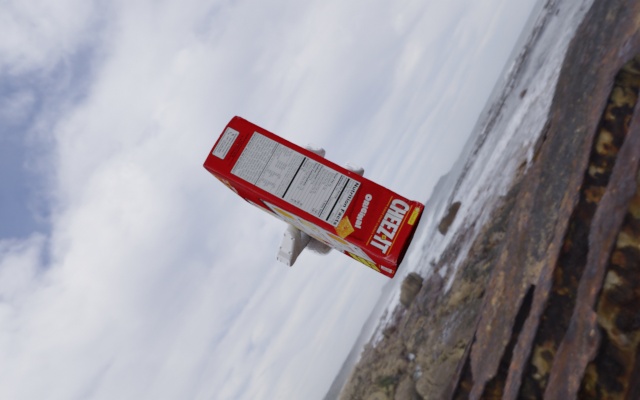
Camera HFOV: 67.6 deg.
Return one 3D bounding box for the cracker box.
[{"bbox_3d":[0.000,0.002,0.526,0.213,0.072,0.164,26,-8,12],"label":"cracker box"}]
